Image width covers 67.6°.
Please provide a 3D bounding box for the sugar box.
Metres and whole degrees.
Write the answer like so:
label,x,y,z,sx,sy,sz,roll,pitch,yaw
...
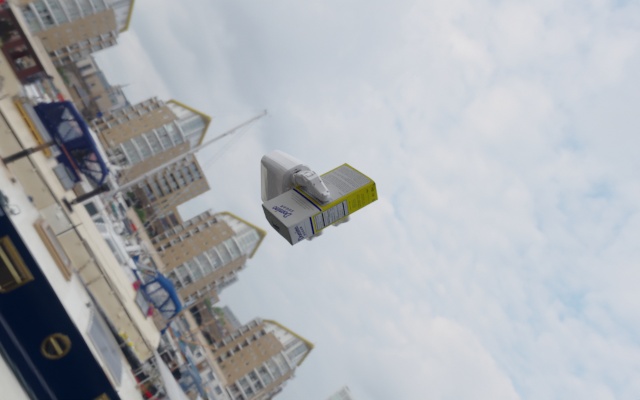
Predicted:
label,x,y,z,sx,sy,sz,roll,pitch,yaw
sugar box,0.000,0.003,0.806,0.176,0.048,0.093,-29,38,-20
